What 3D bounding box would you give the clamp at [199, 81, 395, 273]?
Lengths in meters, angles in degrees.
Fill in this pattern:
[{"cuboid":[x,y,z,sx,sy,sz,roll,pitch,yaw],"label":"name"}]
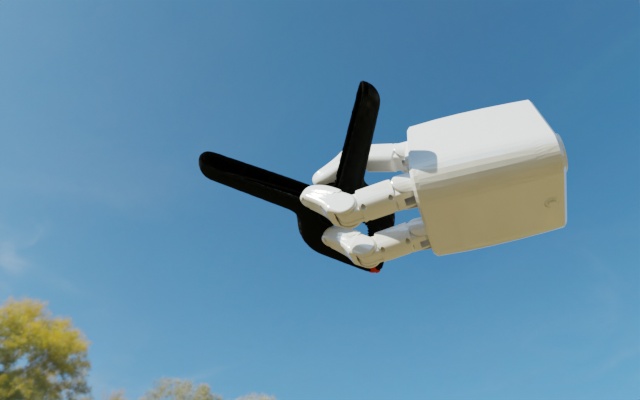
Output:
[{"cuboid":[0.000,0.001,0.445,0.164,0.036,0.210,-14,-48,15],"label":"clamp"}]
